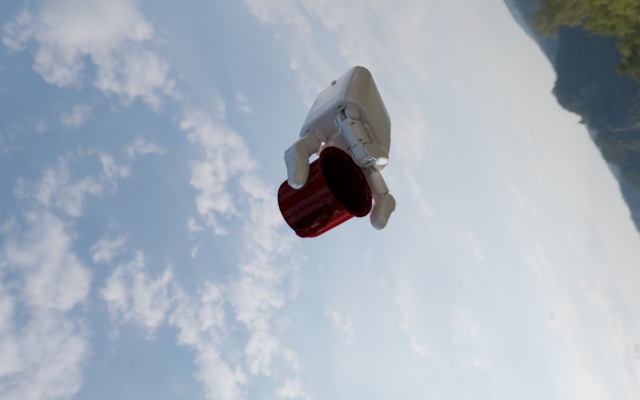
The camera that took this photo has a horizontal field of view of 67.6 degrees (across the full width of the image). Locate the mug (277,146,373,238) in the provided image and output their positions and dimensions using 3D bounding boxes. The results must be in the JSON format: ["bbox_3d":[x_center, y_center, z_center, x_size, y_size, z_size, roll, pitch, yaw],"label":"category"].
[{"bbox_3d":[0.000,0.003,0.567,0.081,0.093,0.117,-31,26,33],"label":"mug"}]
